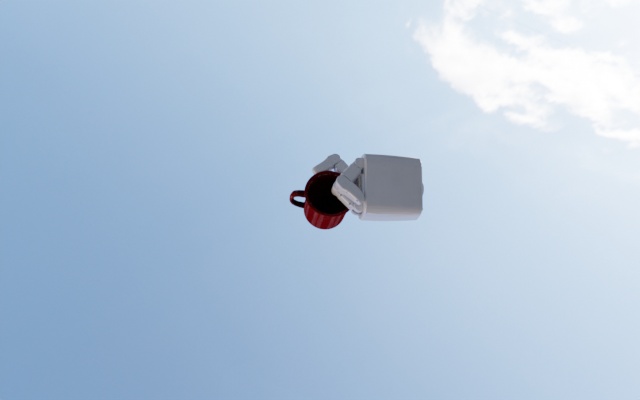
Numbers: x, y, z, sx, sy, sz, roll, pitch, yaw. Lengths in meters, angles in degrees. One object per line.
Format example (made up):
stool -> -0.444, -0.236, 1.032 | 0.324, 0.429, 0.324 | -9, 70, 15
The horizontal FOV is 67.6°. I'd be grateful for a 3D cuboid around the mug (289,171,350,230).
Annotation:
mug -> -0.001, 0.003, 0.890 | 0.117, 0.093, 0.081 | 5, -26, -6
